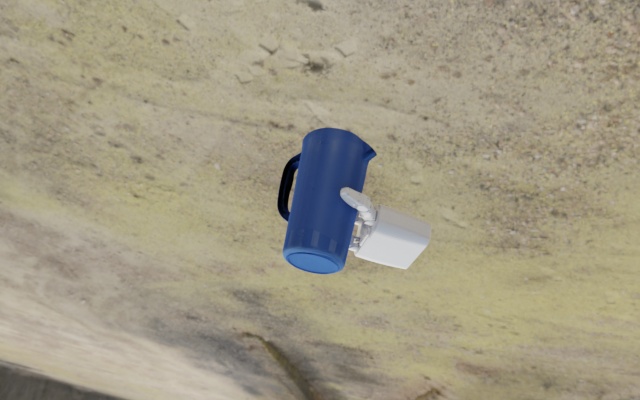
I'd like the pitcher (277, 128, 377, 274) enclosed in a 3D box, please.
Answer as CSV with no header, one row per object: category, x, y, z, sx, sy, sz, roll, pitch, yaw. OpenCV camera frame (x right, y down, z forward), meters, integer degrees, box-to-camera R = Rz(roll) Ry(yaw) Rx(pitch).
pitcher,0.000,0.003,0.859,0.145,0.242,0.149,19,-28,-12
